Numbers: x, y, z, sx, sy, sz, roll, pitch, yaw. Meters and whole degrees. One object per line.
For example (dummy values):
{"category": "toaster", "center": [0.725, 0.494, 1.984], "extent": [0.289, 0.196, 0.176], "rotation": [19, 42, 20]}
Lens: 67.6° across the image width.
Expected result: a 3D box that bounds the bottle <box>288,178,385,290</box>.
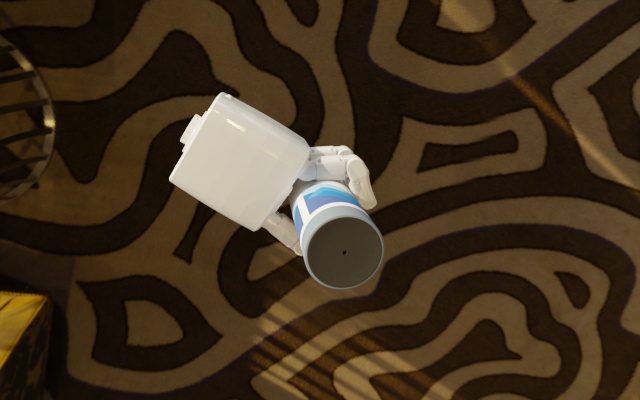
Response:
{"category": "bottle", "center": [0.000, 0.002, 0.525], "extent": [0.069, 0.069, 0.295], "rotation": [0, 16, -8]}
